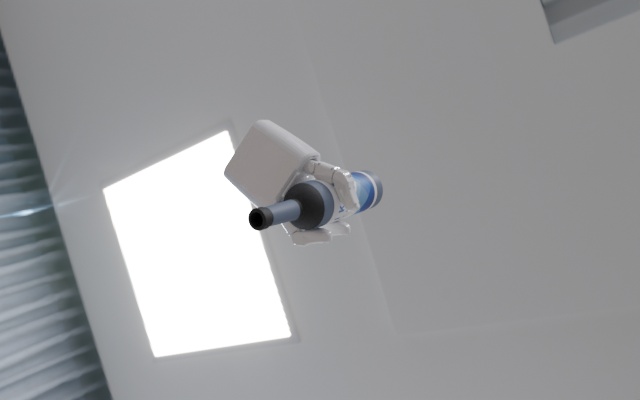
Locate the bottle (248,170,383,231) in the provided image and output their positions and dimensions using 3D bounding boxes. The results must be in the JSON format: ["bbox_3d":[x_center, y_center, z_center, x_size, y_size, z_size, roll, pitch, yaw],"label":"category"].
[{"bbox_3d":[0.000,0.002,0.686,0.069,0.069,0.295,0,8,31],"label":"bottle"}]
